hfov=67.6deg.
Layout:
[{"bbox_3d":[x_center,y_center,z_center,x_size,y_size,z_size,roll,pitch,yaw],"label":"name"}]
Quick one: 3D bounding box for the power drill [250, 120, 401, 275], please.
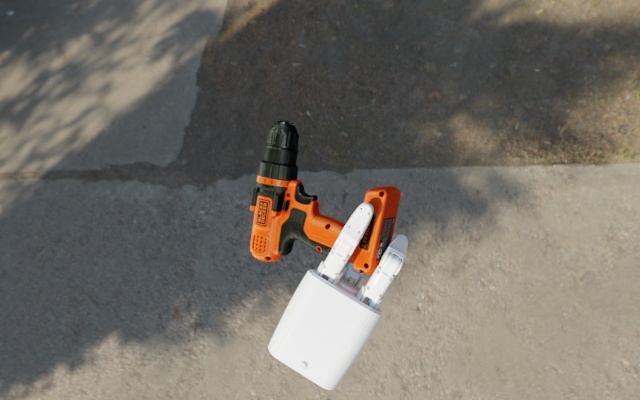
[{"bbox_3d":[0.000,0.002,0.591,0.187,0.184,0.057,14,11,29],"label":"power drill"}]
